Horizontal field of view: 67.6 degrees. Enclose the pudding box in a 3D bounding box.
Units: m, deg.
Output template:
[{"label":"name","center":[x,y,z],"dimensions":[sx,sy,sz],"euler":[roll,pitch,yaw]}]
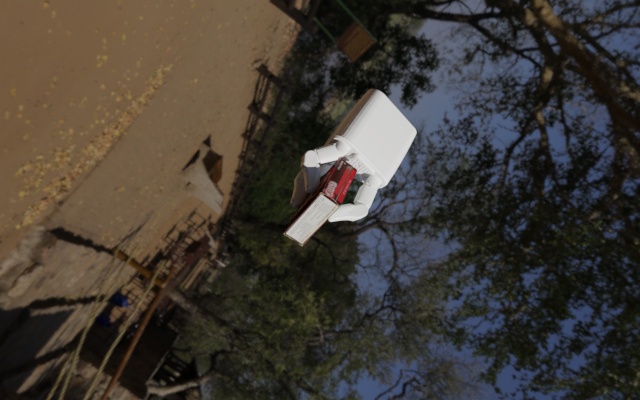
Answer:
[{"label":"pudding box","center":[0.000,0.002,0.697],"dimensions":[0.039,0.090,0.113],"euler":[35,-48,-5]}]
